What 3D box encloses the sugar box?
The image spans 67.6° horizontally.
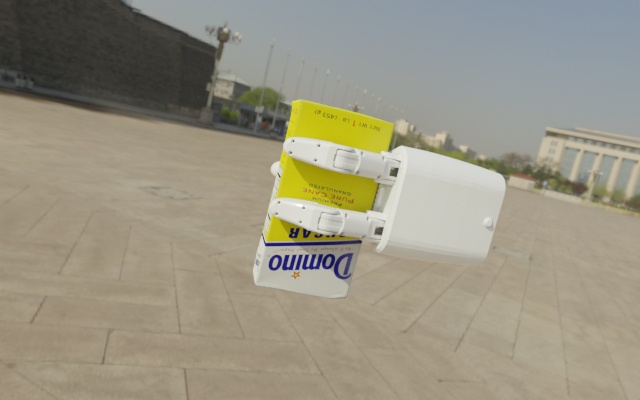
[{"bbox_3d":[0.000,0.002,0.453,0.093,0.176,0.048,11,8,-13],"label":"sugar box"}]
